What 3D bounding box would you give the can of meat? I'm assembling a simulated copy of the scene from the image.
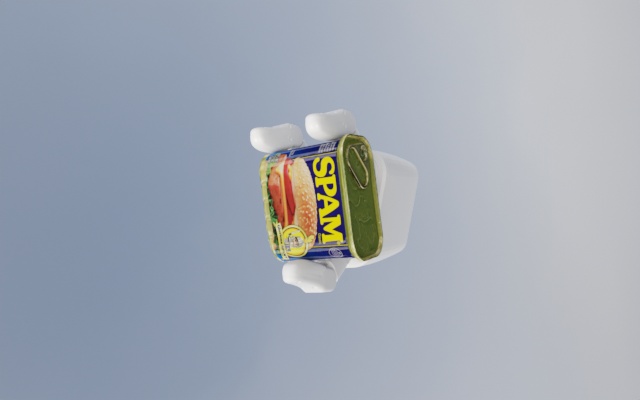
[{"bbox_3d":[0.000,0.001,0.406,0.084,0.102,0.057,-7,0,31],"label":"can of meat"}]
